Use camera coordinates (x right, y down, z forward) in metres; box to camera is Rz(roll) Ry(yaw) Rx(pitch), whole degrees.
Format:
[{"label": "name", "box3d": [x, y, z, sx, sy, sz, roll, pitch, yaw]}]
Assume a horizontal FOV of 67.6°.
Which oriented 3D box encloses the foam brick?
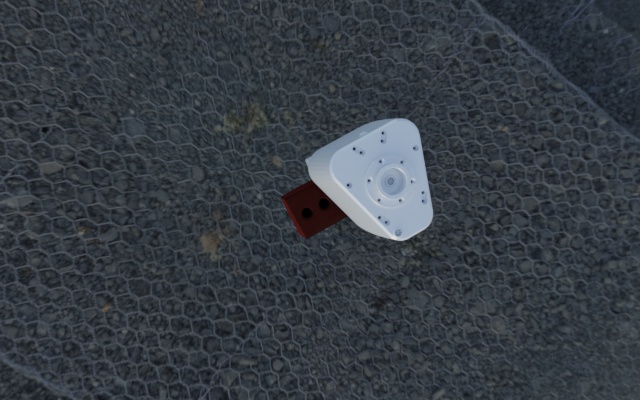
[{"label": "foam brick", "box3d": [0.000, 0.002, 0.557, 0.078, 0.053, 0.051, -29, 9, -7]}]
